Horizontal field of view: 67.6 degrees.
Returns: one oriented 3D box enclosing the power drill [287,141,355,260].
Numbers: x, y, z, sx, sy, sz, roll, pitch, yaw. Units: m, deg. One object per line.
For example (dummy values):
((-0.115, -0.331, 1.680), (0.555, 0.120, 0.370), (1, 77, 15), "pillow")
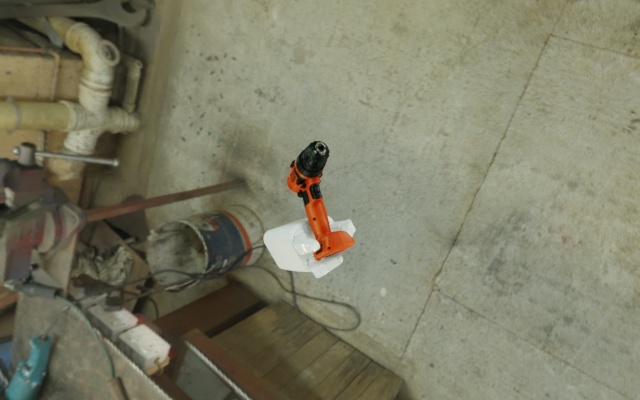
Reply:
((0.000, 0.003, 0.849), (0.057, 0.187, 0.184), (-15, -12, -17), "power drill")
